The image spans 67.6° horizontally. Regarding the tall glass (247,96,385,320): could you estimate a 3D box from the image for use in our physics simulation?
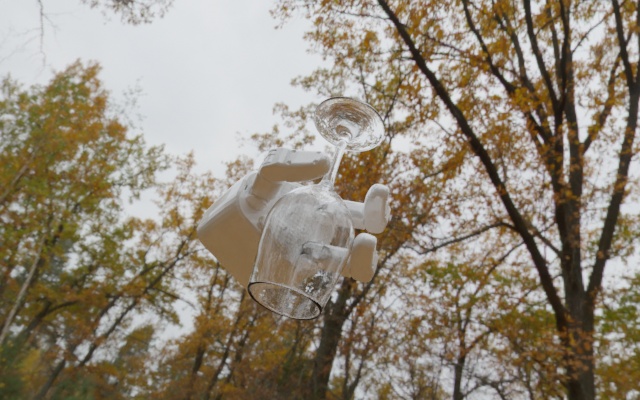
[{"bbox_3d":[0.000,0.001,0.426,0.079,0.201,0.079,14,-35,10],"label":"tall glass"}]
